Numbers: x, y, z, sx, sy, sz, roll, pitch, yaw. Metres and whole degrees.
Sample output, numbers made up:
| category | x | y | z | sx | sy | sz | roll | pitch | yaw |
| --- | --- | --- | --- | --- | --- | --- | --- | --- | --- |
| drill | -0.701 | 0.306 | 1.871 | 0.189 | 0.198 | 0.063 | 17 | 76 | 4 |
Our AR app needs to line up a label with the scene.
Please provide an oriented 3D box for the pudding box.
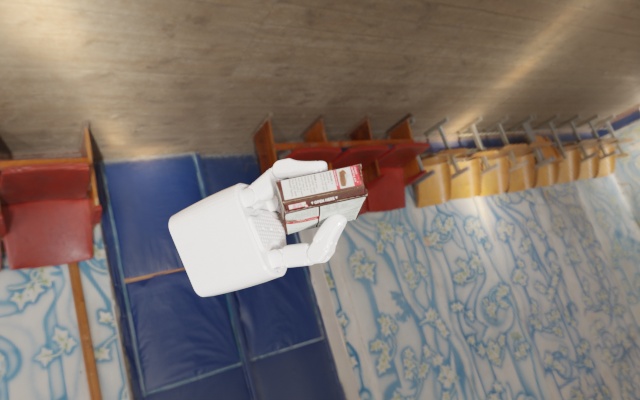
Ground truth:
| category | x | y | z | sx | sy | sz | roll | pitch | yaw |
| --- | --- | --- | --- | --- | --- | --- | --- | --- | --- |
| pudding box | 0.000 | 0.002 | 0.528 | 0.090 | 0.039 | 0.113 | -13 | -13 | -5 |
